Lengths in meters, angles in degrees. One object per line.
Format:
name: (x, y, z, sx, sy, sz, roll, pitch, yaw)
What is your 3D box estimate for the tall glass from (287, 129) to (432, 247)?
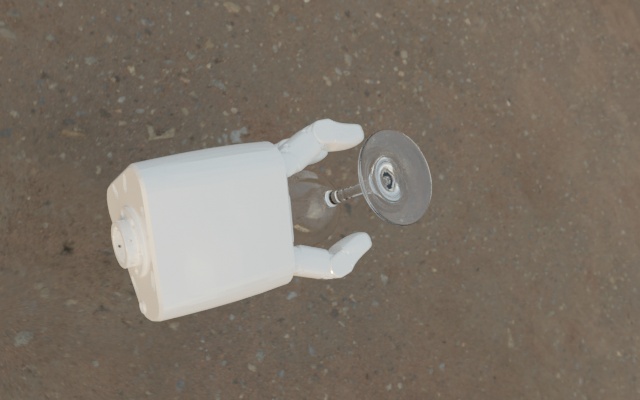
tall glass: (0.001, 0.001, 0.435, 0.079, 0.079, 0.201, 0, -11, -36)
